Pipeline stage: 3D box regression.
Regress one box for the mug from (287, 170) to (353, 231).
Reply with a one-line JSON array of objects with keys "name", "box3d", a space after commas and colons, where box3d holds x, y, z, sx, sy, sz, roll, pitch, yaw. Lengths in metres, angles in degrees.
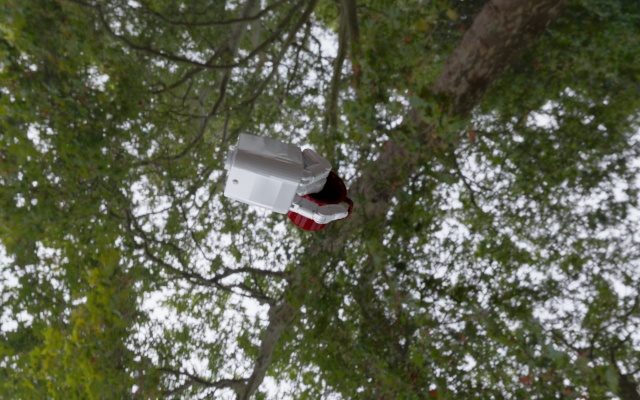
[{"name": "mug", "box3d": [0.001, 0.003, 0.845, 0.117, 0.081, 0.093, 18, 41, -11]}]
